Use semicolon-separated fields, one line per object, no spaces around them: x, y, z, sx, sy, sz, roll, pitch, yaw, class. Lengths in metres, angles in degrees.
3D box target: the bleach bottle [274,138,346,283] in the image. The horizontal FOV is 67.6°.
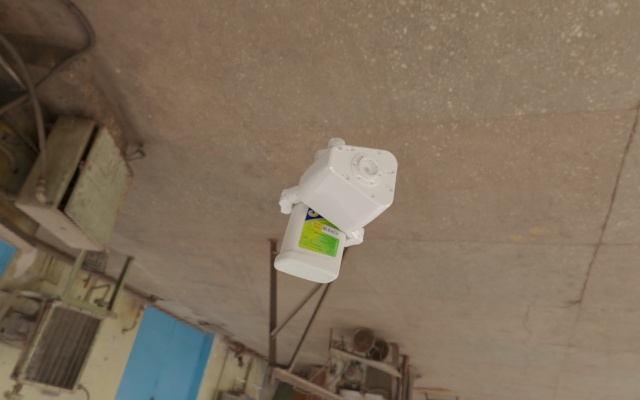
0.000;0.003;0.792;0.102;0.250;0.068;20;-28;-17;bleach bottle
